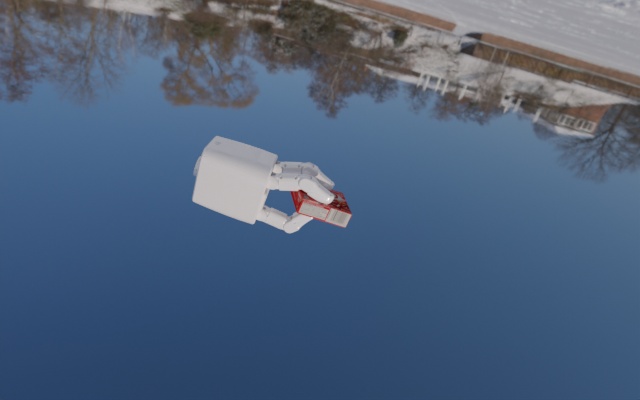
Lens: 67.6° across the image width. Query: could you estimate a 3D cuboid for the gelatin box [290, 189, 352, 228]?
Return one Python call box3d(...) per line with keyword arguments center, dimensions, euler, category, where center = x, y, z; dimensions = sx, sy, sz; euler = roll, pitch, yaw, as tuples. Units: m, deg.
box3d(center=(0.000, 0.003, 0.767), dimensions=(0.089, 0.030, 0.073), euler=(18, 23, -19), category="gelatin box")
